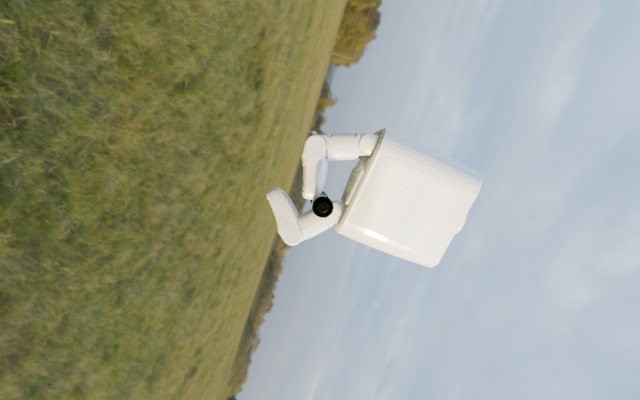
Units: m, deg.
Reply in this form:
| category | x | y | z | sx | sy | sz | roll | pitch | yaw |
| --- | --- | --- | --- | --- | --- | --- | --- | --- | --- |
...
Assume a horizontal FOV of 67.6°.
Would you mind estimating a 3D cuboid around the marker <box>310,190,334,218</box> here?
| category | x | y | z | sx | sy | sz | roll | pitch | yaw |
| --- | --- | --- | --- | --- | --- | --- | --- | --- | --- |
| marker | 0.000 | 0.002 | 0.468 | 0.020 | 0.020 | 0.121 | 0 | 4 | -2 |
